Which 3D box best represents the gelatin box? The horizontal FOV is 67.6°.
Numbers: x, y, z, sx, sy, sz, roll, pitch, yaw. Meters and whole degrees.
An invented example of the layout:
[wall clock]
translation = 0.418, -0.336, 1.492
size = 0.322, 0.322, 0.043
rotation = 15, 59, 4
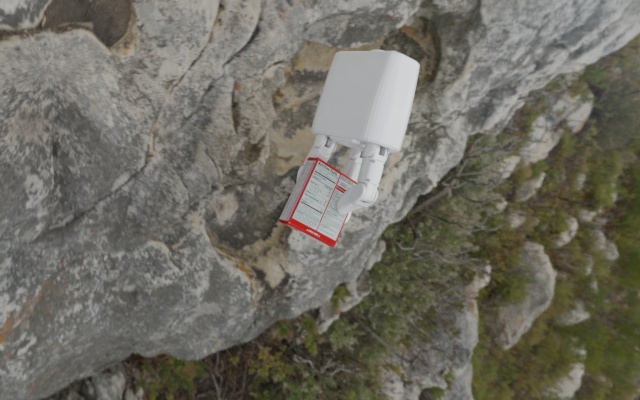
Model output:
[gelatin box]
translation = 0.000, 0.002, 0.586
size = 0.073, 0.089, 0.030
rotation = 30, -12, -30
